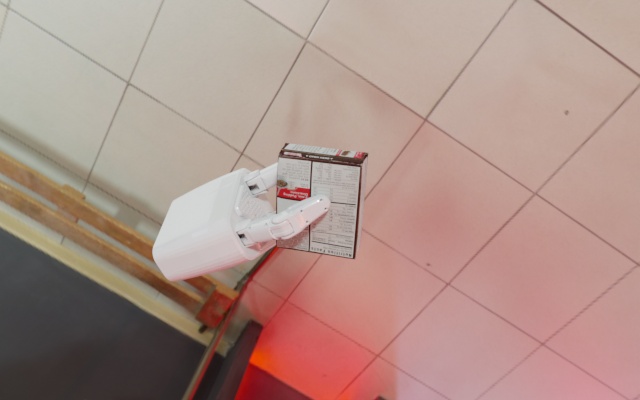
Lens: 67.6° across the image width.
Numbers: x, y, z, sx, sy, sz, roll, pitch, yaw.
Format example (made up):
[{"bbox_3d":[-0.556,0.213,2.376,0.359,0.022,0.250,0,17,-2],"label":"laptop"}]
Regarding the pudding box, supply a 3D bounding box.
[{"bbox_3d":[0.000,0.002,0.502,0.090,0.113,0.039,8,28,10],"label":"pudding box"}]
